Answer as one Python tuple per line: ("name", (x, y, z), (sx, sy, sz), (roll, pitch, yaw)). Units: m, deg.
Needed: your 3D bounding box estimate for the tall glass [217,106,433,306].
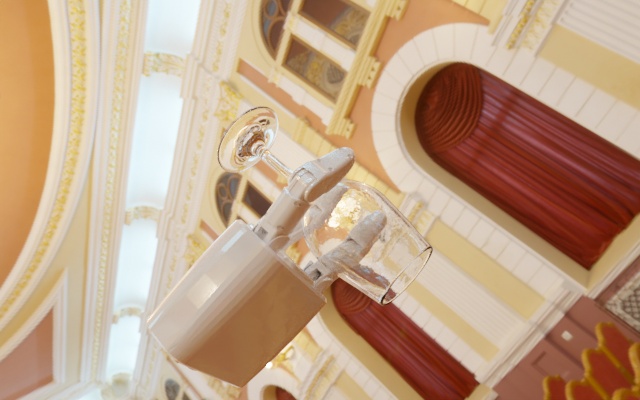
("tall glass", (0.000, 0.001, 0.418), (0.201, 0.079, 0.079), (40, 19, 24))
